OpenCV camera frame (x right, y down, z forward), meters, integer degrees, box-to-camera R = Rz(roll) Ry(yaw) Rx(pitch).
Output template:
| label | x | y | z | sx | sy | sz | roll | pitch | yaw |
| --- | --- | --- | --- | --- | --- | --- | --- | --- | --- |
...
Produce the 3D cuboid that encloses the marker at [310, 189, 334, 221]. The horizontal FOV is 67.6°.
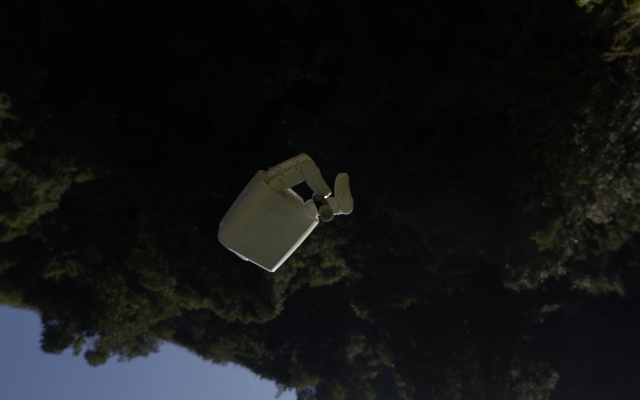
| label | x | y | z | sx | sy | sz | roll | pitch | yaw |
| --- | --- | --- | --- | --- | --- | --- | --- | --- | --- |
| marker | 0.000 | 0.002 | 0.673 | 0.020 | 0.020 | 0.121 | 0 | 16 | -8 |
